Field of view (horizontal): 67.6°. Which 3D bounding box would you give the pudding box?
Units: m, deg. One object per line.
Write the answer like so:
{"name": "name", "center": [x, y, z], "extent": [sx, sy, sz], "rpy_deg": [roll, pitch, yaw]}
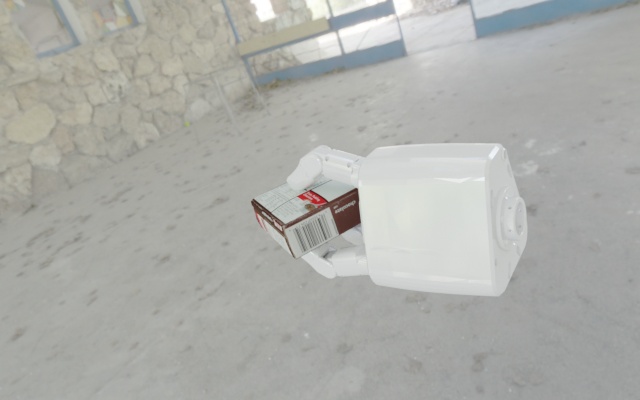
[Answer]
{"name": "pudding box", "center": [0.000, 0.001, 0.466], "extent": [0.113, 0.039, 0.090], "rpy_deg": [-26, 25, -18]}
